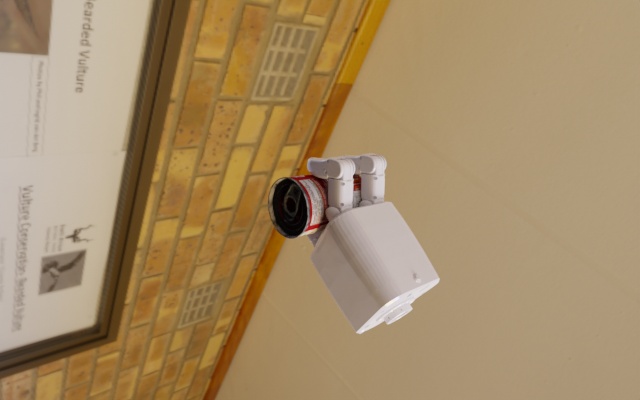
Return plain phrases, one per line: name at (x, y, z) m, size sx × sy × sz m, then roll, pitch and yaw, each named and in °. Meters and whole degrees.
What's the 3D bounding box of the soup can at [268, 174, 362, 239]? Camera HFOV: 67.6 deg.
soup can at (0.000, 0.001, 0.553) m, size 0.102 × 0.068 × 0.068 m, roll -10°, pitch 7°, yaw -43°
